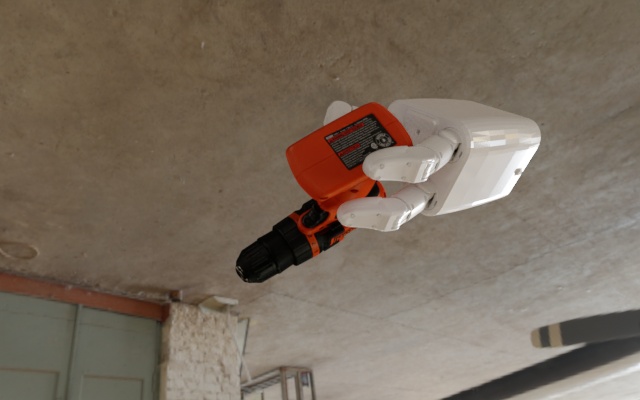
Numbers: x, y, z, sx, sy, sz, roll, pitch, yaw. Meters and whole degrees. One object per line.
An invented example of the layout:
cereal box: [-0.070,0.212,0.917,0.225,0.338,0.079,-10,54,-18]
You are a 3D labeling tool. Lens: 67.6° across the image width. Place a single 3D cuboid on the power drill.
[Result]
power drill: [0.000,0.001,0.451,0.184,0.057,0.188,-32,-15,-20]
